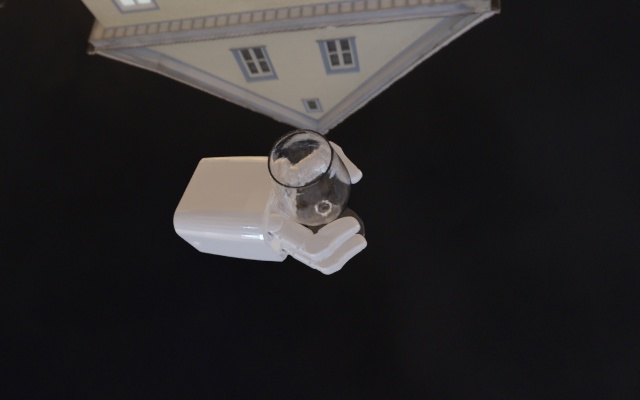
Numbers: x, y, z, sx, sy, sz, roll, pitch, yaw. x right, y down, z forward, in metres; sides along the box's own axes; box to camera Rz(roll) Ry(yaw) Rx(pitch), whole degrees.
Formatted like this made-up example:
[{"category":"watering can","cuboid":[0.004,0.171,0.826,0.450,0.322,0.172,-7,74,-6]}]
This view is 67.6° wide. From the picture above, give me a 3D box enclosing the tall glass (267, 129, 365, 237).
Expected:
[{"category":"tall glass","cuboid":[0.000,0.002,0.522,0.079,0.079,0.201,0,-24,12]}]
